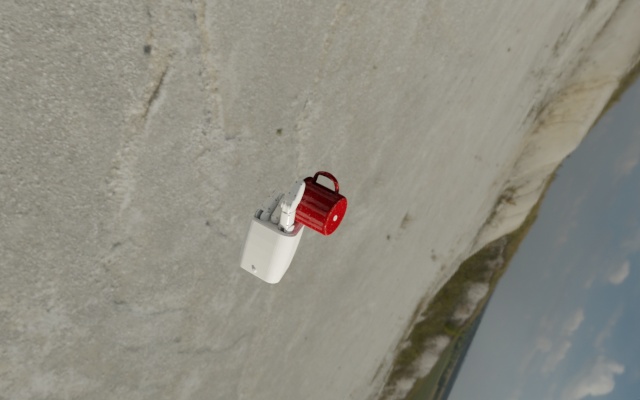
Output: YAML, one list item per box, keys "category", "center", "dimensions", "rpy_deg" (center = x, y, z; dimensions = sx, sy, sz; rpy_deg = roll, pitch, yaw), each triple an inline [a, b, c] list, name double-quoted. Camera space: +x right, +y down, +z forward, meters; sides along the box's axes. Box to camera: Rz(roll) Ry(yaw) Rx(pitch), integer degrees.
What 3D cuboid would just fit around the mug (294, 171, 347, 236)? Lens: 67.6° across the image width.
- category: "mug"
  center: [0.001, 0.002, 0.882]
  dimensions: [0.081, 0.117, 0.093]
  rpy_deg: [27, 22, 21]
